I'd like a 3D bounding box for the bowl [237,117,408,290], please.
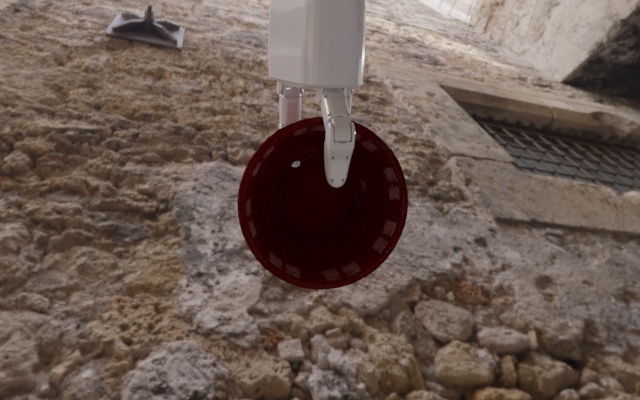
[{"bbox_3d":[0.000,0.003,0.466,0.162,0.162,0.055,0,5,-12],"label":"bowl"}]
